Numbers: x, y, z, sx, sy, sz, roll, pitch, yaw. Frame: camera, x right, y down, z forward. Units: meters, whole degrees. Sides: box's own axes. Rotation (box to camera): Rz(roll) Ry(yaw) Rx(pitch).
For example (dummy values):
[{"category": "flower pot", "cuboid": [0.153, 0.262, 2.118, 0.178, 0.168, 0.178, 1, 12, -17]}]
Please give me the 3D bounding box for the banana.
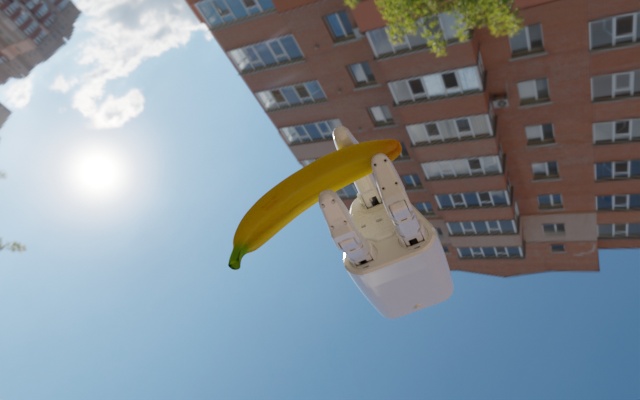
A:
[{"category": "banana", "cuboid": [-0.012, -0.005, 0.467, 0.198, 0.037, 0.069, -37, 39, -9]}]
